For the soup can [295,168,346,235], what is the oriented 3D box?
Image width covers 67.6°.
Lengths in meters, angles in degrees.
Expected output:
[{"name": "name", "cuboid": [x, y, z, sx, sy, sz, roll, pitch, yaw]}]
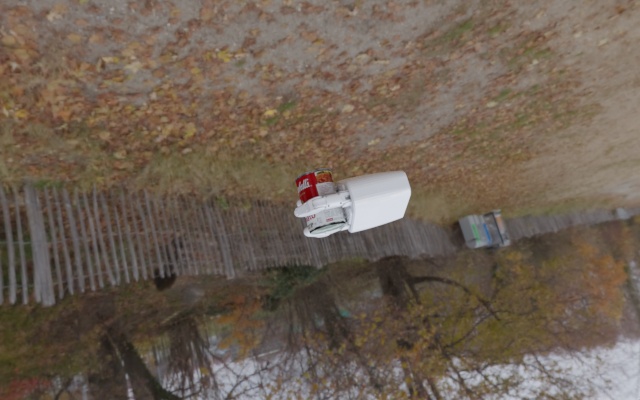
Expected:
[{"name": "soup can", "cuboid": [0.000, 0.003, 0.848, 0.068, 0.102, 0.068, -15, -12, -3]}]
